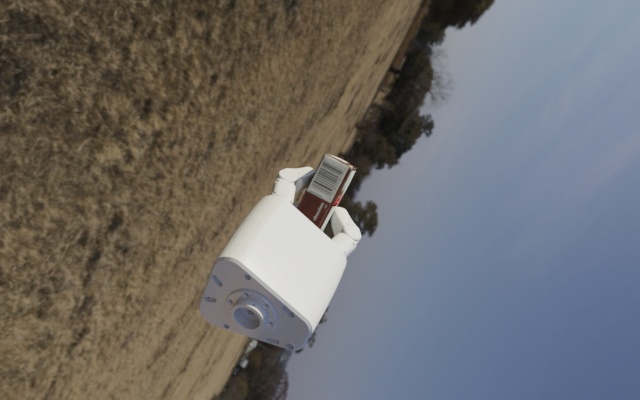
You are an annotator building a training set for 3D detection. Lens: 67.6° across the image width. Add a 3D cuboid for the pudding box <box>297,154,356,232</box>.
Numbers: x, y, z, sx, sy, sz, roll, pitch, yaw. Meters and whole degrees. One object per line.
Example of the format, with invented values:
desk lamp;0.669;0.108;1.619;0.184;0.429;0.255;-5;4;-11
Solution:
pudding box;0.000;0.002;0.569;0.039;0.113;0.090;30;7;4
